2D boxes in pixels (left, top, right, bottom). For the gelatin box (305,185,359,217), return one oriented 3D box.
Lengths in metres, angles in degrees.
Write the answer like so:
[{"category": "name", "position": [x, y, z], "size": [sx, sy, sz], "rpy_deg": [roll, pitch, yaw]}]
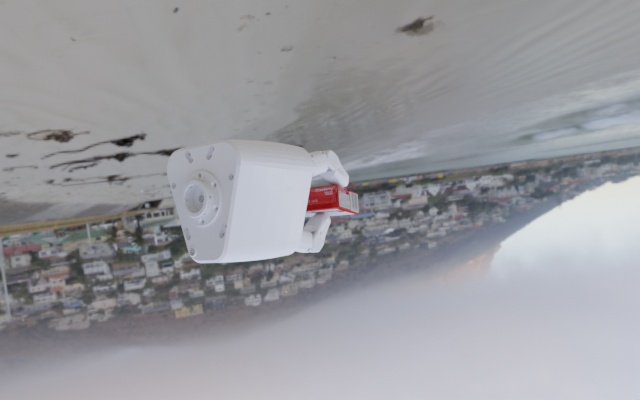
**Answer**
[{"category": "gelatin box", "position": [0.000, 0.002, 0.585], "size": [0.073, 0.030, 0.089], "rpy_deg": [-5, -8, 20]}]
